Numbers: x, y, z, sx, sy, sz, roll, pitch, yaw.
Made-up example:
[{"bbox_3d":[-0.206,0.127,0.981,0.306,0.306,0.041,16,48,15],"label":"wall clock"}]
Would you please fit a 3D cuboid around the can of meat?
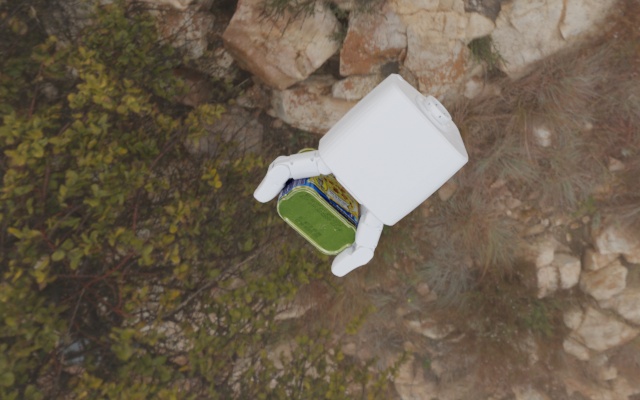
[{"bbox_3d":[0.000,0.002,0.553,0.057,0.102,0.084,-38,23,26],"label":"can of meat"}]
